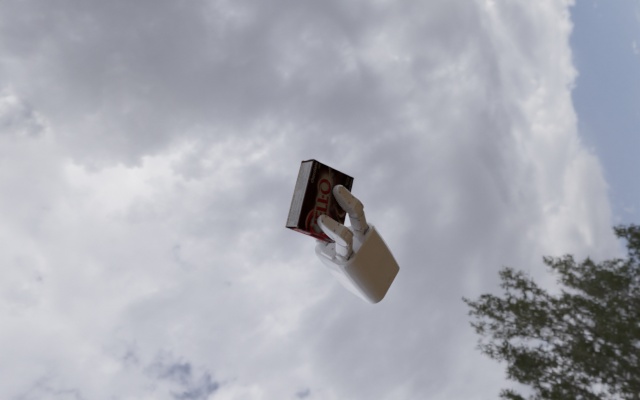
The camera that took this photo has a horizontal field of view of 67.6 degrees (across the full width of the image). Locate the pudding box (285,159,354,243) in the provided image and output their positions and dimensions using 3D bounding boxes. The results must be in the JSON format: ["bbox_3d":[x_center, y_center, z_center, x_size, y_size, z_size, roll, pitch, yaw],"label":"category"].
[{"bbox_3d":[0.000,0.002,0.752,0.090,0.113,0.039,22,-17,-38],"label":"pudding box"}]
